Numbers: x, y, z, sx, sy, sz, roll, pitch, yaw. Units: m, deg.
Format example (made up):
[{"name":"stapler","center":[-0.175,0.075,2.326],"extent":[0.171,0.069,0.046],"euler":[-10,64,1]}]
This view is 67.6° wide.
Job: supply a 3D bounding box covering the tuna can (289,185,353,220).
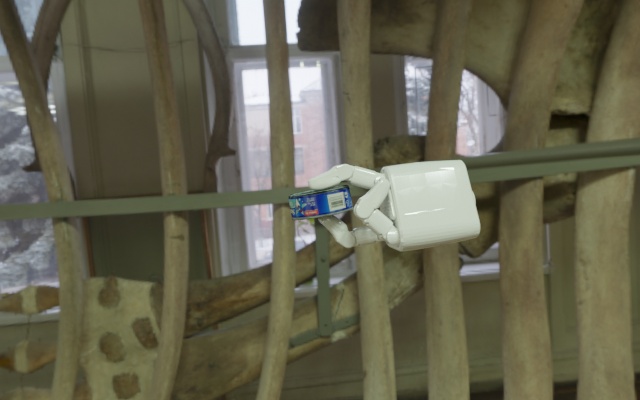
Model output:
[{"name":"tuna can","center":[0.000,0.002,0.650],"extent":[0.086,0.034,0.086],"euler":[-10,4,1]}]
